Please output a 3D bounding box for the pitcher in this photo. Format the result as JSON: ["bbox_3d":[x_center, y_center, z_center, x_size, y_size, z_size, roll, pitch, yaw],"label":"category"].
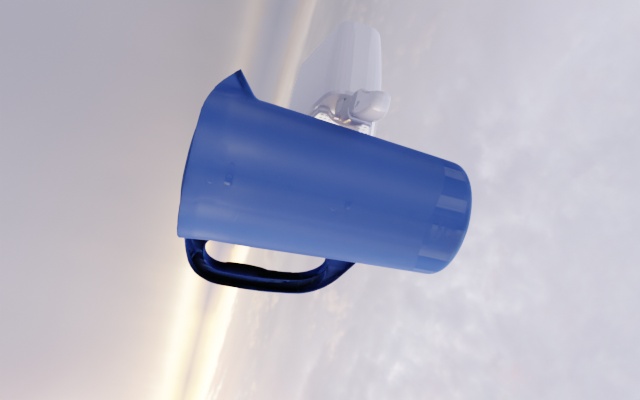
[{"bbox_3d":[0.000,0.001,0.430,0.243,0.145,0.149,13,-32,-11],"label":"pitcher"}]
